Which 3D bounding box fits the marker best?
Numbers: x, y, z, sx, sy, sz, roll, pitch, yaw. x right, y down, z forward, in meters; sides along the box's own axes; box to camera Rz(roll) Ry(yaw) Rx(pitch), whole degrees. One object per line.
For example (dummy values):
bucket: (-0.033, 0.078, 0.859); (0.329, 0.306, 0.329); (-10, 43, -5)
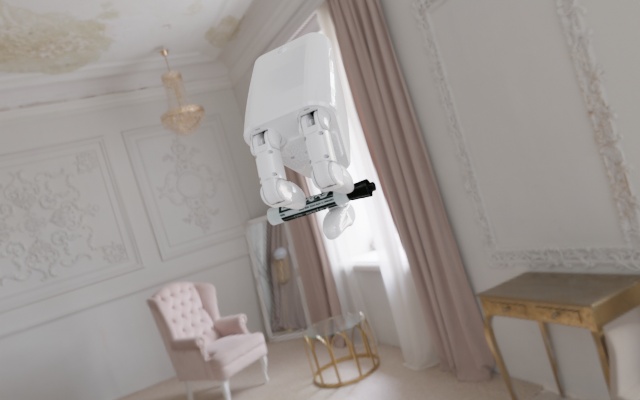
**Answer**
marker: (0.000, 0.002, 0.492); (0.121, 0.020, 0.020); (-17, -7, 23)
